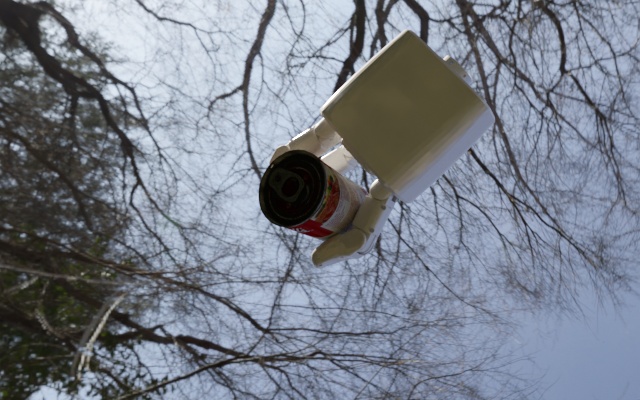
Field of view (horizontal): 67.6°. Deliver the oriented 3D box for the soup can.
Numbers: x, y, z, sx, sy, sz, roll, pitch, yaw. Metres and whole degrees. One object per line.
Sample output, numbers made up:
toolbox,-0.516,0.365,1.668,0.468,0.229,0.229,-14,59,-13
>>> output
soup can,0.000,0.002,0.441,0.068,0.068,0.102,0,-14,31
